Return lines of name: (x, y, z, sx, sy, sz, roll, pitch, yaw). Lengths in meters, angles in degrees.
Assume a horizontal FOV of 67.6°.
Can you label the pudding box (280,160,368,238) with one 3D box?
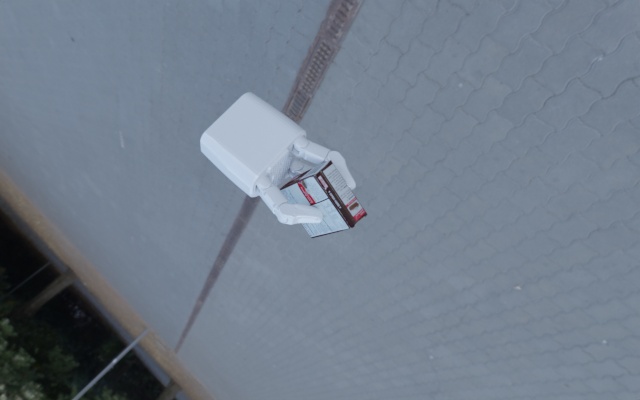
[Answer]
pudding box: (0.000, 0.002, 0.663, 0.039, 0.090, 0.113, -41, 11, -28)
